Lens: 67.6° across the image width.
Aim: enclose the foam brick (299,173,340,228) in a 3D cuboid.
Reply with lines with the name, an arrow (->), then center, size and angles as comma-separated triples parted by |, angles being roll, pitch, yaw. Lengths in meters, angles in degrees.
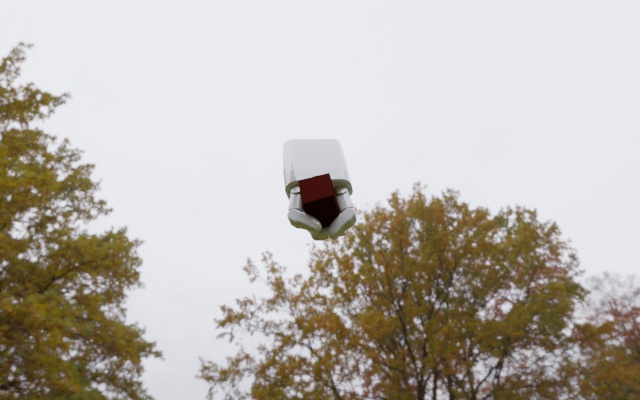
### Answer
foam brick -> 0.000, 0.002, 0.772 | 0.053, 0.051, 0.078 | -13, -38, 4
